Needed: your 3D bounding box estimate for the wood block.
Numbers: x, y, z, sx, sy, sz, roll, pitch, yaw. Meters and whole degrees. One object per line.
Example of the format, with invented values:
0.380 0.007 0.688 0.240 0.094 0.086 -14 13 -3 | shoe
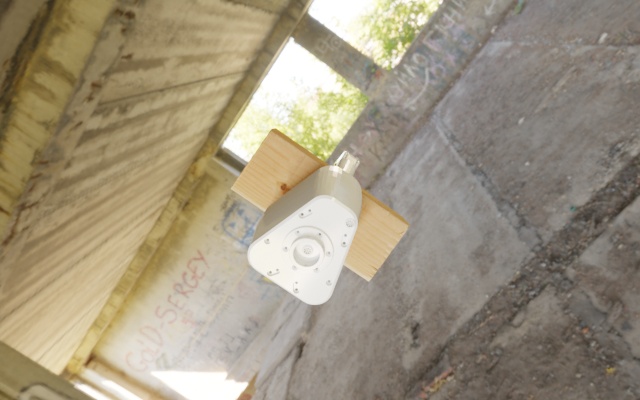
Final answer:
0.000 0.002 0.620 0.206 0.091 0.090 35 6 -7 | wood block
